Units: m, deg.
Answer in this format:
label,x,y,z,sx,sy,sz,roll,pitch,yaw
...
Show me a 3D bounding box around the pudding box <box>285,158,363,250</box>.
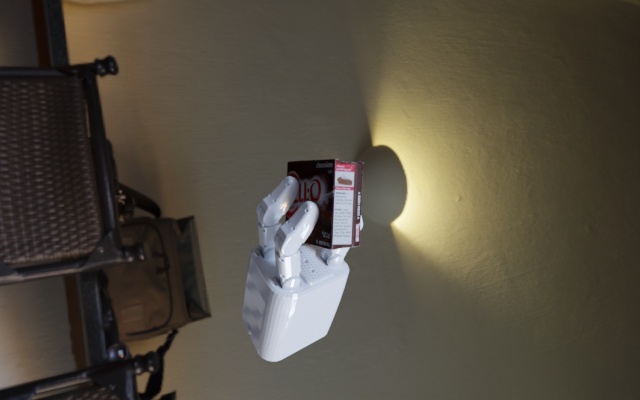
label,x,y,z,sx,sy,sz,roll,pitch,yaw
pudding box,0.000,0.002,0.515,0.039,0.090,0.113,0,2,-31
